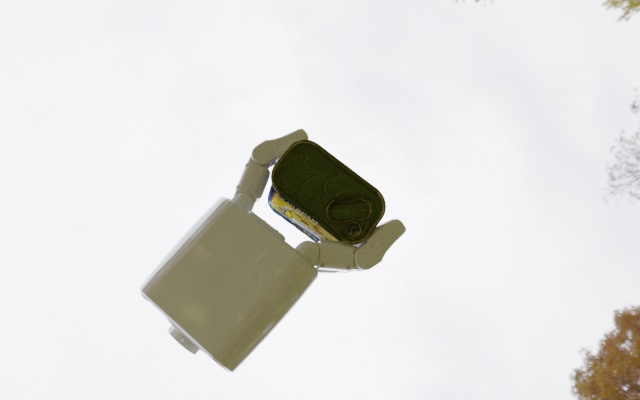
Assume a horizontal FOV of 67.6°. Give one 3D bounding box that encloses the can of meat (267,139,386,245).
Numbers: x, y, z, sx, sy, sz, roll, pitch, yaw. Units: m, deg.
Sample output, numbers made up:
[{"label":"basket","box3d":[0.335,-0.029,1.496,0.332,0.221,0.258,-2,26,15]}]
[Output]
[{"label":"can of meat","box3d":[0.000,0.001,0.448,0.102,0.057,0.084,37,-17,-1]}]
